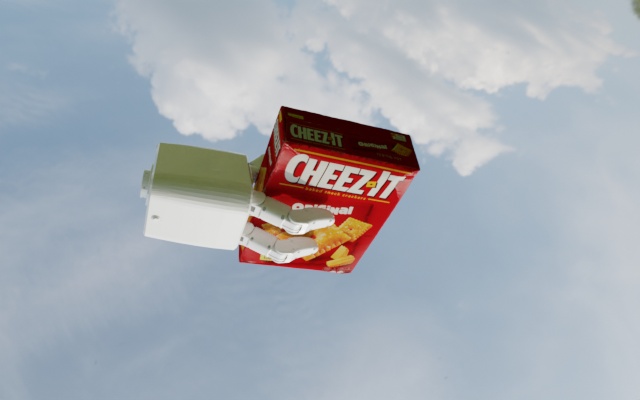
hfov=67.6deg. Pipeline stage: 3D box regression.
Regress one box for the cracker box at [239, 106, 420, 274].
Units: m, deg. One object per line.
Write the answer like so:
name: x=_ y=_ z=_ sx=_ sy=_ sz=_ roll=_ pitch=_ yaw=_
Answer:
cracker box: x=0.000 y=0.002 z=0.596 sx=0.164 sy=0.072 sz=0.214 roll=9 pitch=-45 yaw=-19
